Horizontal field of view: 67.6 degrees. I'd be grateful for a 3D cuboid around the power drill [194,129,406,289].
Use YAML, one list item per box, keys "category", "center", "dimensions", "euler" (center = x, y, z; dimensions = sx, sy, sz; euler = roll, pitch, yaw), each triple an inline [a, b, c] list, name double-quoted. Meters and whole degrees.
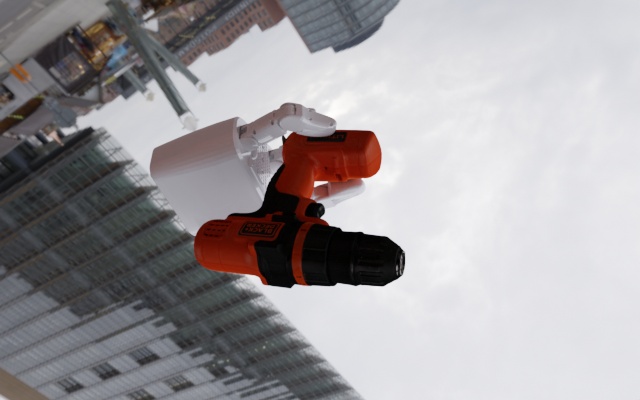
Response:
- category: "power drill"
  center: [0.000, 0.001, 0.443]
  dimensions: [0.184, 0.057, 0.187]
  euler: [4, 38, 21]
